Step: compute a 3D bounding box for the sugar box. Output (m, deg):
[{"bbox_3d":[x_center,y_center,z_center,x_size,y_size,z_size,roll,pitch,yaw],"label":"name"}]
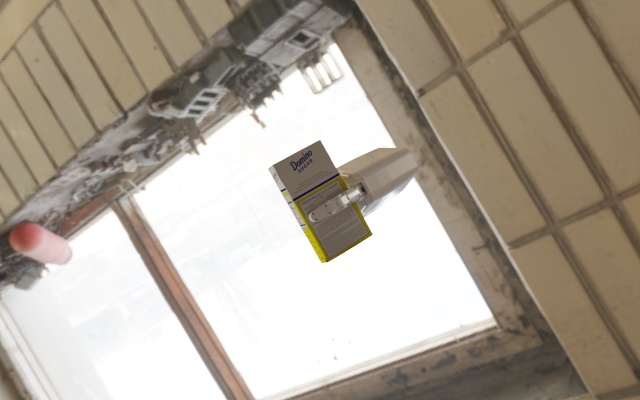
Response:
[{"bbox_3d":[0.000,0.003,0.760,0.093,0.176,0.048,-30,1,-20],"label":"sugar box"}]
